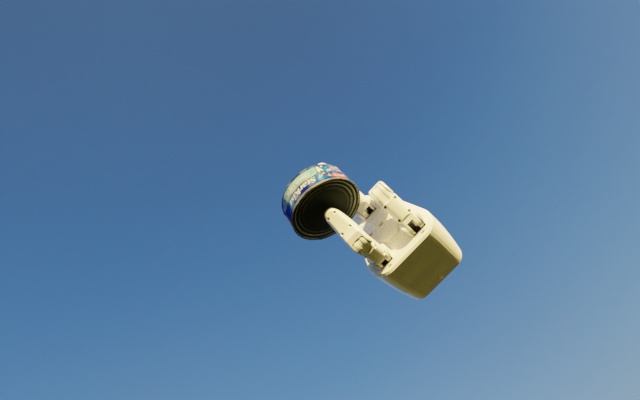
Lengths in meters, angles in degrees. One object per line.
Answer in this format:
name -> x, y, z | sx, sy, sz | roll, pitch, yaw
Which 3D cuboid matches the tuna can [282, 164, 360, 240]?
tuna can -> 0.000, 0.001, 0.541 | 0.086, 0.086, 0.033 | 0, 36, -33
